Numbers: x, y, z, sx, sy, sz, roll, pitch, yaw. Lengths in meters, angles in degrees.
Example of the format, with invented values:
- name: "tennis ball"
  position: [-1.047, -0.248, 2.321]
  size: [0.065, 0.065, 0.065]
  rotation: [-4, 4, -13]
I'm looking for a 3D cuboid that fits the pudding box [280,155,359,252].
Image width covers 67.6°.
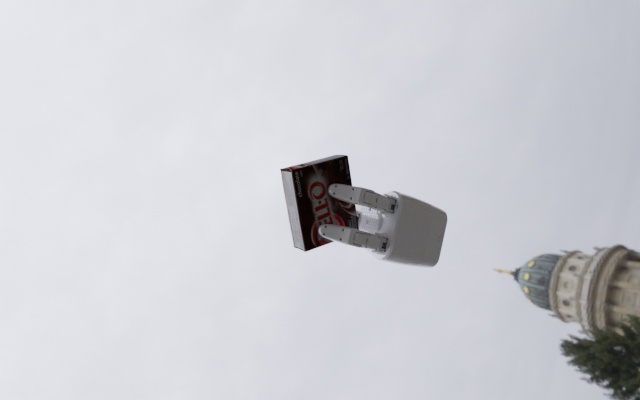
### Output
- name: "pudding box"
  position: [0.000, 0.002, 0.642]
  size: [0.090, 0.113, 0.039]
  rotation: [-18, 13, -31]
